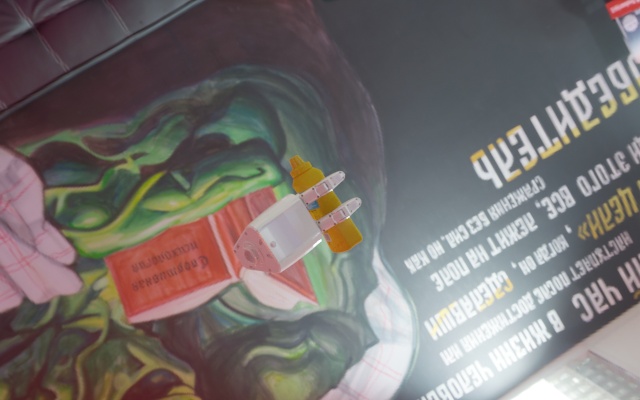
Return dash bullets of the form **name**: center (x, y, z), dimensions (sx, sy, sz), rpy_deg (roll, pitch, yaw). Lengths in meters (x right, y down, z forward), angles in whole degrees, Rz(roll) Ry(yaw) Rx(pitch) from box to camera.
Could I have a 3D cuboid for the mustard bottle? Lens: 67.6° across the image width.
- **mustard bottle**: center (0.001, 0.003, 0.874), dimensions (0.058, 0.191, 0.096), rpy_deg (-34, 7, -15)
